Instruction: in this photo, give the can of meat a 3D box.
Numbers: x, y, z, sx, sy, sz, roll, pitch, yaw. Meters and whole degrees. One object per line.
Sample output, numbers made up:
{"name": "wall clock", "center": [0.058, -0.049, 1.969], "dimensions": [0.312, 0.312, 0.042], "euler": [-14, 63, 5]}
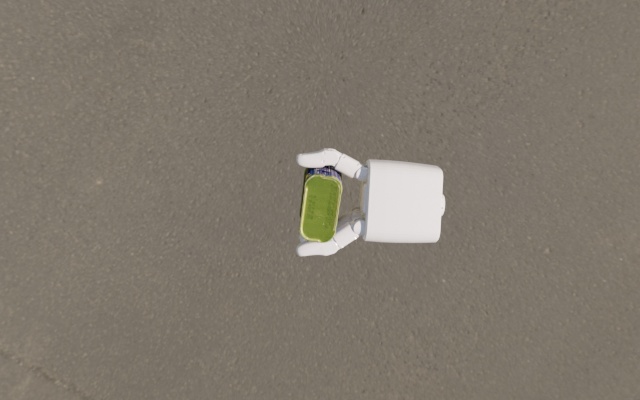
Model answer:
{"name": "can of meat", "center": [0.000, 0.002, 0.687], "dimensions": [0.057, 0.102, 0.084], "euler": [7, 15, -2]}
